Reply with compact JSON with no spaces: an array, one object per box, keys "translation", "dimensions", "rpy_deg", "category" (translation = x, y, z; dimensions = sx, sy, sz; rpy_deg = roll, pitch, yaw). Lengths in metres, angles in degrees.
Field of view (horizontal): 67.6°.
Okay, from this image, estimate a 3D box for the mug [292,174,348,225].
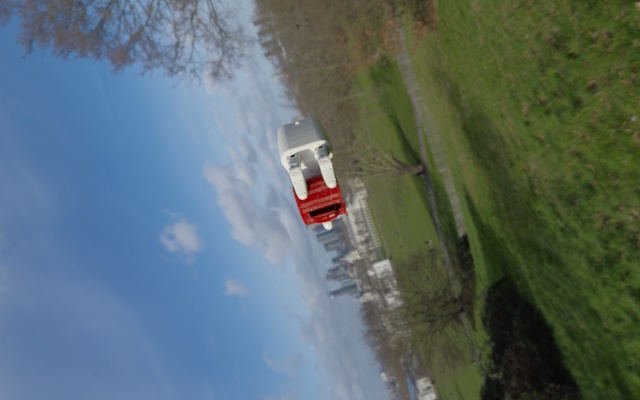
[{"translation":[0.000,0.004,0.866],"dimensions":[0.081,0.093,0.117],"rpy_deg":[-18,37,2],"category":"mug"}]
